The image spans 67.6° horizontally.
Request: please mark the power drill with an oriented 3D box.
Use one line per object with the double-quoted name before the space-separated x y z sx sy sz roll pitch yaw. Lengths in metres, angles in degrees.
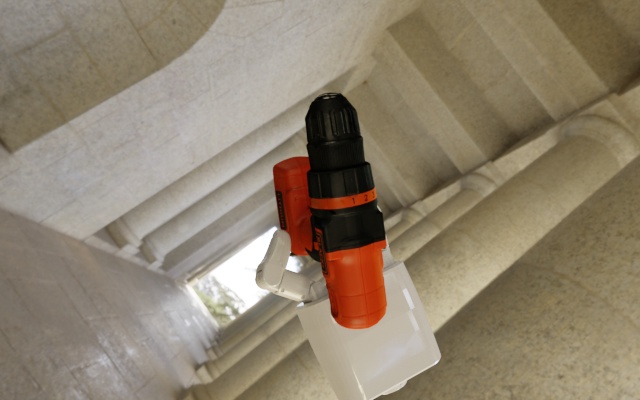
"power drill" 0.000 0.002 0.434 0.057 0.184 0.187 -9 10 -13
